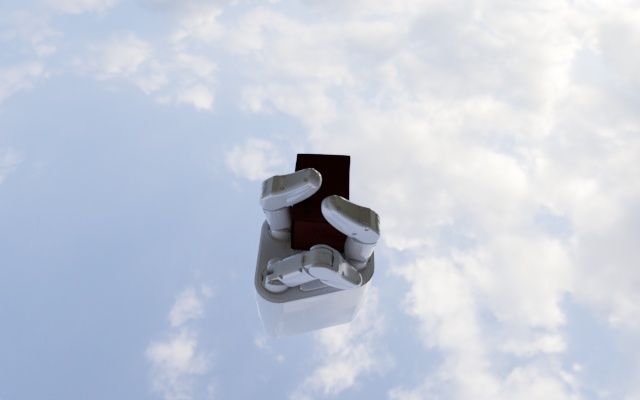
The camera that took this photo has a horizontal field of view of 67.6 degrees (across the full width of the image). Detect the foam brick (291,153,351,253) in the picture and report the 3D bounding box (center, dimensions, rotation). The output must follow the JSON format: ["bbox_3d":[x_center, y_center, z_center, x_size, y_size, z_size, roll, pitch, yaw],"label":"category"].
[{"bbox_3d":[0.000,0.001,0.446,0.053,0.078,0.051,4,-35,-1],"label":"foam brick"}]
